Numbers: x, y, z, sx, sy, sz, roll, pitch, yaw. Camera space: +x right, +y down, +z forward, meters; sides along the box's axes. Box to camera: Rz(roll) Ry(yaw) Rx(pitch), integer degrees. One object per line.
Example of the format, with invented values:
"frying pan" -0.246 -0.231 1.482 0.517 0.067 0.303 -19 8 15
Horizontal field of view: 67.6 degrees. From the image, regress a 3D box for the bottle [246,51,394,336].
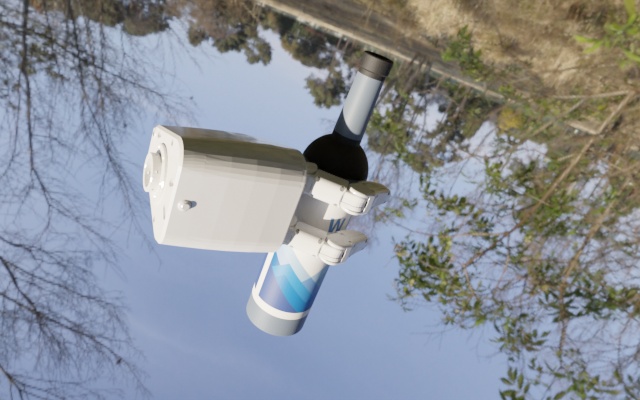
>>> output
"bottle" 0.000 0.002 0.468 0.069 0.296 0.069 18 24 -8
